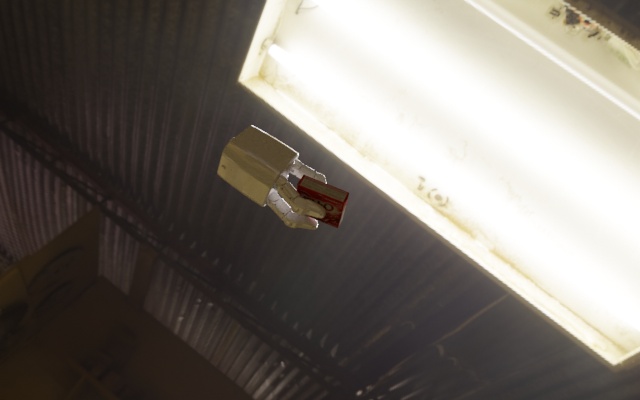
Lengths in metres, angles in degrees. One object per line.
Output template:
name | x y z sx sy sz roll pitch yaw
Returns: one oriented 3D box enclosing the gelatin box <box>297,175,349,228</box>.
gelatin box | 0.001 0.003 0.837 0.089 0.030 0.073 22 -39 8
